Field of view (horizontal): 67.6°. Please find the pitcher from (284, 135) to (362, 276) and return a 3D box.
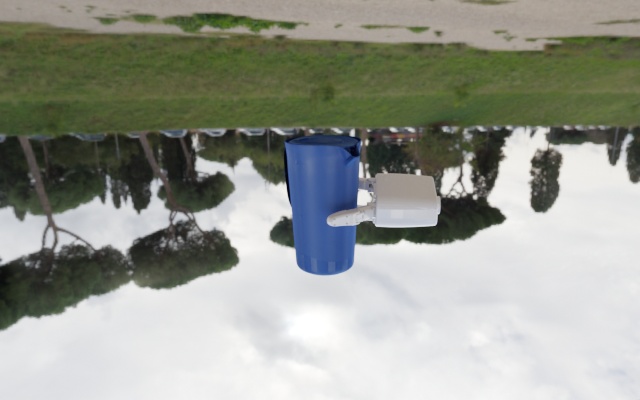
[{"bbox_3d":[0.000,0.003,0.864,0.145,0.243,0.149,0,15,3],"label":"pitcher"}]
